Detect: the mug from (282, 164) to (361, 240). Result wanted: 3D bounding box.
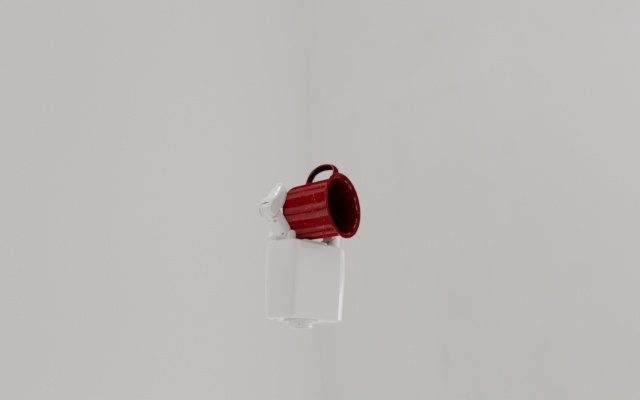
[{"bbox_3d":[0.000,0.001,0.688,0.081,0.117,0.093,-12,-24,33],"label":"mug"}]
